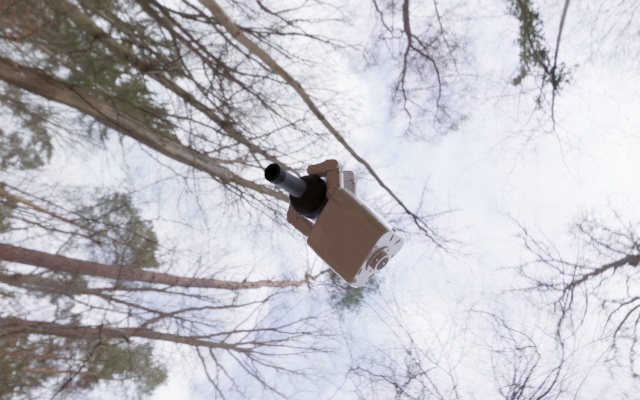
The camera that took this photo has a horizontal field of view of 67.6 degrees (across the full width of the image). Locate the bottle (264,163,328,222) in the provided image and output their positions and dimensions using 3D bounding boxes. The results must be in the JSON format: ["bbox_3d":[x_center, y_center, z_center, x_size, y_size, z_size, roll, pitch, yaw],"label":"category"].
[{"bbox_3d":[0.000,0.003,0.787,0.069,0.069,0.296,0,-17,29],"label":"bottle"}]
